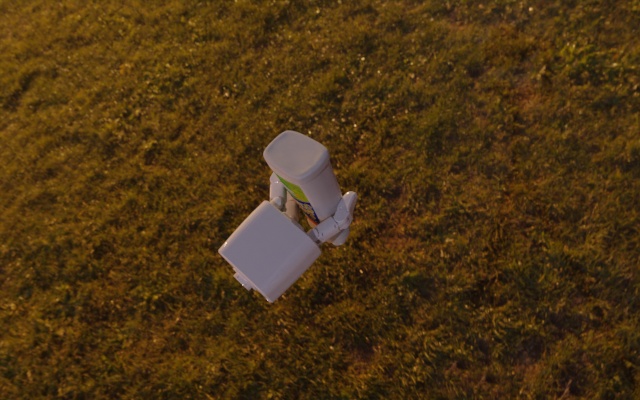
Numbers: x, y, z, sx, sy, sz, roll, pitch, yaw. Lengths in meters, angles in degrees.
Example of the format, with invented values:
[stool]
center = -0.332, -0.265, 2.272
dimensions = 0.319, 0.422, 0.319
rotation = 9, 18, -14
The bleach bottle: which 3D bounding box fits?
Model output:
[bleach bottle]
center = 0.000, 0.002, 0.758
dimensions = 0.102, 0.068, 0.251
rotation = 33, -17, 36
